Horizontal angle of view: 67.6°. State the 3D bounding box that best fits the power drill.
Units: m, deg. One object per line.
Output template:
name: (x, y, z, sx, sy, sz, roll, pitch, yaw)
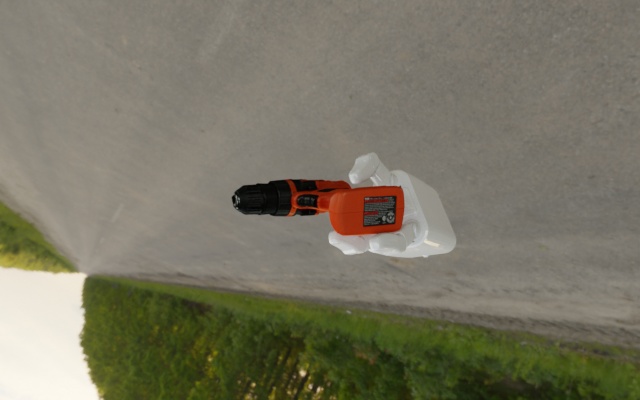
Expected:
power drill: (0.001, 0.002, 0.616, 0.184, 0.057, 0.187, -5, 10, -32)
